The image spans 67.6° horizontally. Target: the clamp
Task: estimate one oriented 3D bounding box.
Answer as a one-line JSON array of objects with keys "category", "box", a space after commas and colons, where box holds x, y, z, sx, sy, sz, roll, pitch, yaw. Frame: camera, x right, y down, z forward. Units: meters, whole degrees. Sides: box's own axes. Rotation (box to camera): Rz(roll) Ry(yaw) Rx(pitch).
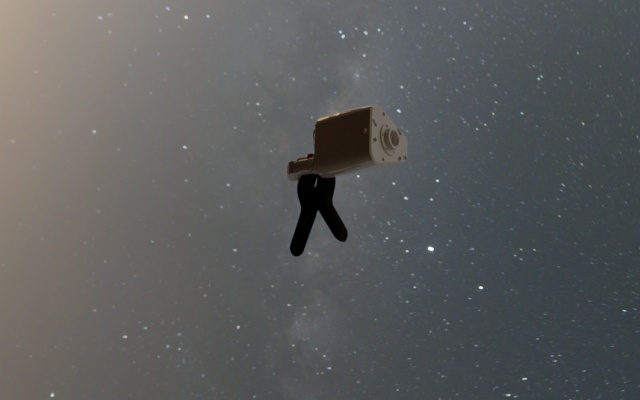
[{"category": "clamp", "box": [0.000, 0.003, 0.772, 0.120, 0.171, 0.039, -9, -18, 40]}]
